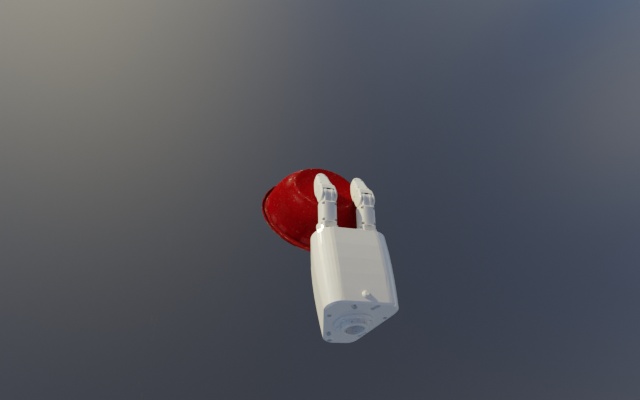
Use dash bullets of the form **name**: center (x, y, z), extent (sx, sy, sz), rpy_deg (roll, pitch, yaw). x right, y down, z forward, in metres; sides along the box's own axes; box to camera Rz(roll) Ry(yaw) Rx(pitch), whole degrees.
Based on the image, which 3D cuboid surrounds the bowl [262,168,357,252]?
- **bowl**: center (0.000, 0.001, 0.689), extent (0.162, 0.055, 0.162), rpy_deg (13, 36, -9)
